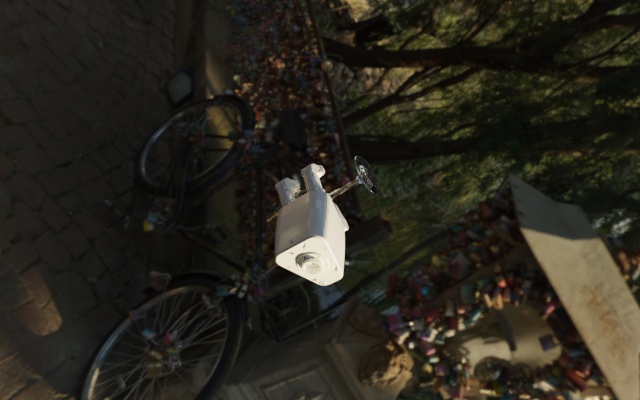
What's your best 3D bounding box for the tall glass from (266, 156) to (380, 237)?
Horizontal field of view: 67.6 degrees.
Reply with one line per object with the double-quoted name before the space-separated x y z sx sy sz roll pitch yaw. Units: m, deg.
"tall glass" 0.001 0.002 0.836 0.201 0.079 0.079 -30 -13 24
